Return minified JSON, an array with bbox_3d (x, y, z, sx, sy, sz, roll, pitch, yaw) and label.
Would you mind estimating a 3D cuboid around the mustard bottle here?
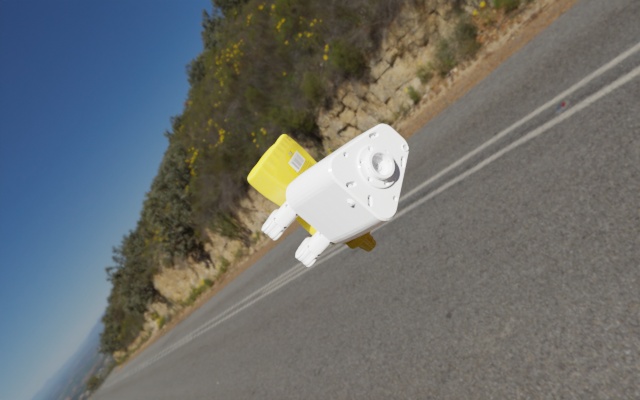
[{"bbox_3d":[0.000,0.002,0.634,0.058,0.191,0.096,-42,13,35],"label":"mustard bottle"}]
